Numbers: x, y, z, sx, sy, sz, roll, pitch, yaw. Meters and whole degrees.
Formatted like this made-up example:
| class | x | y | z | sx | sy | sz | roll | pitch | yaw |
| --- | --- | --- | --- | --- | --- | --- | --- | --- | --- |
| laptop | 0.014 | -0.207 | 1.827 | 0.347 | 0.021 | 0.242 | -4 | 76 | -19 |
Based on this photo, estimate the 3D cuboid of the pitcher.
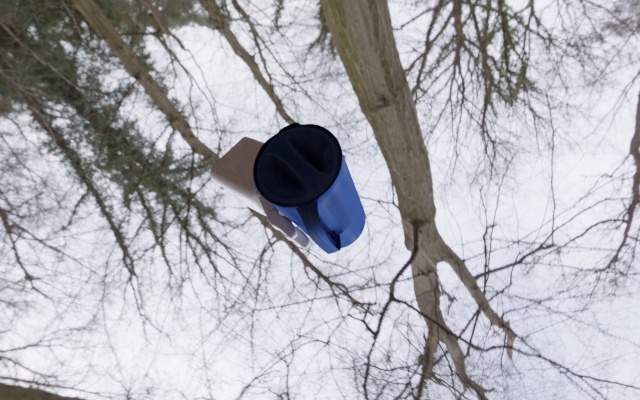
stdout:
| class | x | y | z | sx | sy | sz | roll | pitch | yaw |
| --- | --- | --- | --- | --- | --- | --- | --- | --- | --- |
| pitcher | 0.000 | 0.002 | 0.766 | 0.145 | 0.149 | 0.243 | 24 | -15 | 26 |
